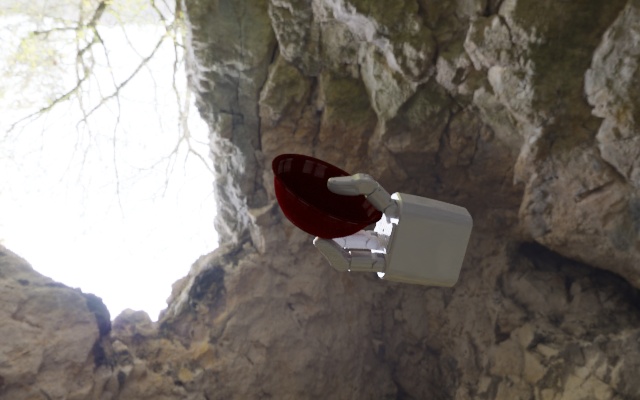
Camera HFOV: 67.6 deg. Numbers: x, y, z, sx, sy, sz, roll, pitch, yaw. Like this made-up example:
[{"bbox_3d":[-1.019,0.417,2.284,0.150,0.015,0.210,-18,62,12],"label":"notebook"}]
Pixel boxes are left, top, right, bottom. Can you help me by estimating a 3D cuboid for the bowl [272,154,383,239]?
[{"bbox_3d":[-0.001,0.002,0.638,0.162,0.055,0.162,23,25,-11],"label":"bowl"}]
